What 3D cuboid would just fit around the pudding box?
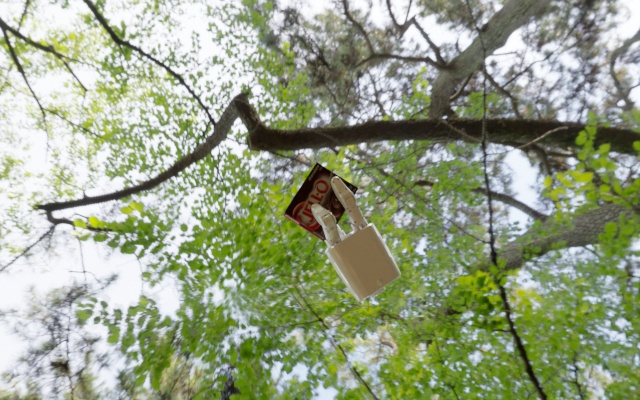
[{"bbox_3d":[0.000,0.003,0.855,0.090,0.113,0.039,32,-15,-2],"label":"pudding box"}]
